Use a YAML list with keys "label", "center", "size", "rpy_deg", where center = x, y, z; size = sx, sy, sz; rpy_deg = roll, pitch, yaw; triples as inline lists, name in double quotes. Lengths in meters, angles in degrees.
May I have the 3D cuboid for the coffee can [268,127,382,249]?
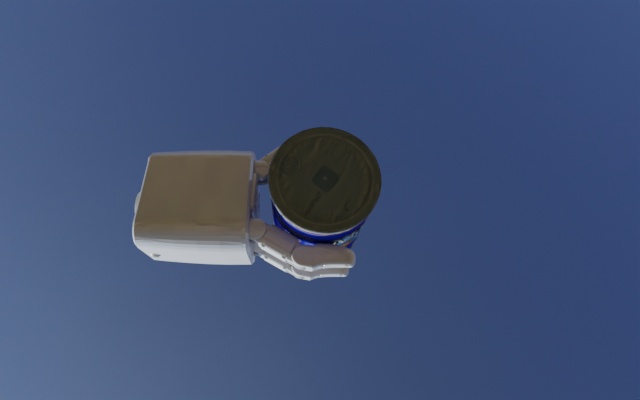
- label: "coffee can"
  center: [0.000, 0.002, 0.493]
  size: [0.103, 0.102, 0.140]
  rpy_deg: [0, -18, -4]
